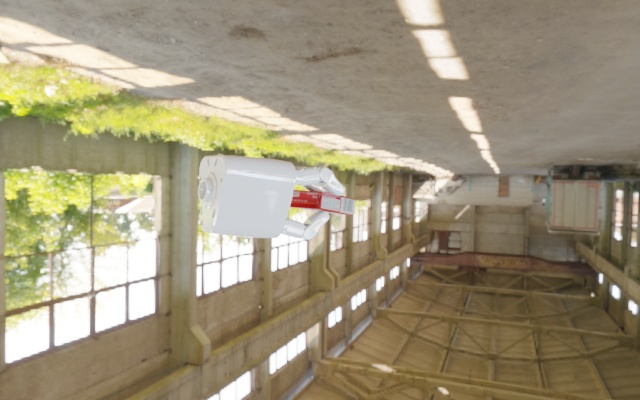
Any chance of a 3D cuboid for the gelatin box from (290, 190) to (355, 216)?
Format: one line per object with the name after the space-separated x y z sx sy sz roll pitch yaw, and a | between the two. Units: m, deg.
0.000 0.003 0.759 0.073 0.030 0.089 5 -5 41 | gelatin box
